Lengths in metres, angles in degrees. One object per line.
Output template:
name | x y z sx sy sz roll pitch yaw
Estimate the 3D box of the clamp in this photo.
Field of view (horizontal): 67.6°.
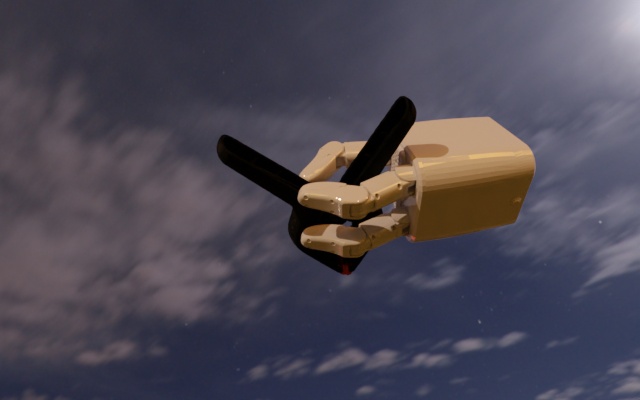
clamp | 0.000 0.001 0.451 0.164 0.036 0.210 -6 -44 -3
